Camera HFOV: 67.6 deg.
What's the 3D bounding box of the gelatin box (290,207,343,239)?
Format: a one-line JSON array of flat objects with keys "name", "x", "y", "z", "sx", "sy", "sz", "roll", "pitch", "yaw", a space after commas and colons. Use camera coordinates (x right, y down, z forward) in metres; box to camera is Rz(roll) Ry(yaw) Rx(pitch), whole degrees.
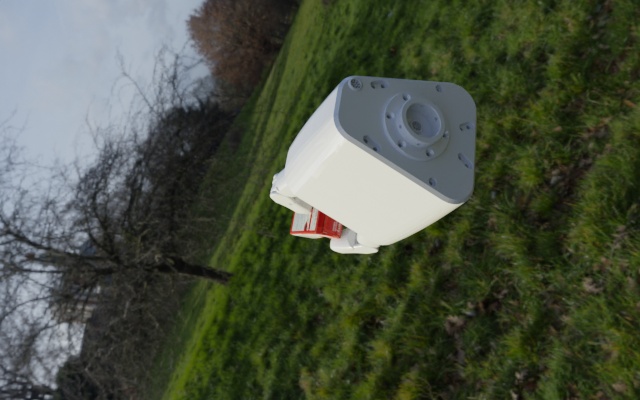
[{"name": "gelatin box", "x": 0.000, "y": 0.002, "z": 0.496, "sx": 0.030, "sy": 0.073, "sz": 0.089, "roll": 13, "pitch": -8, "yaw": -19}]
